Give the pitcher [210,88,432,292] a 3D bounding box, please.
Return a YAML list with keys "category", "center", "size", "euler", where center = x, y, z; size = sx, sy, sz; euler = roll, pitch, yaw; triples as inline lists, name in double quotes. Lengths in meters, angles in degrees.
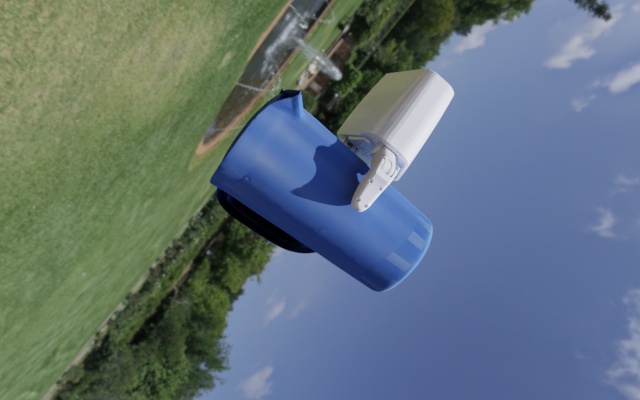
- category: "pitcher"
  center: [0.000, 0.002, 0.557]
  size: [0.243, 0.145, 0.149]
  euler: [38, -10, -9]
